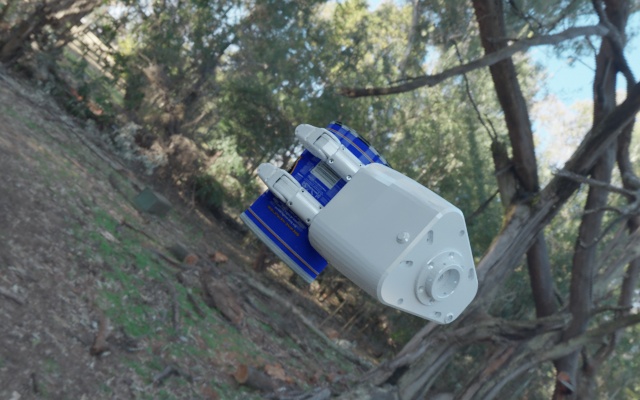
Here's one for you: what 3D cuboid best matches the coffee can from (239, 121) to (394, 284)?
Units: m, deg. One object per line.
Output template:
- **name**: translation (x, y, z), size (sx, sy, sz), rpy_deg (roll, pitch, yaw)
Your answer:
- **coffee can**: translation (0.000, 0.002, 0.503), size (0.103, 0.140, 0.103), rpy_deg (43, -5, 5)
